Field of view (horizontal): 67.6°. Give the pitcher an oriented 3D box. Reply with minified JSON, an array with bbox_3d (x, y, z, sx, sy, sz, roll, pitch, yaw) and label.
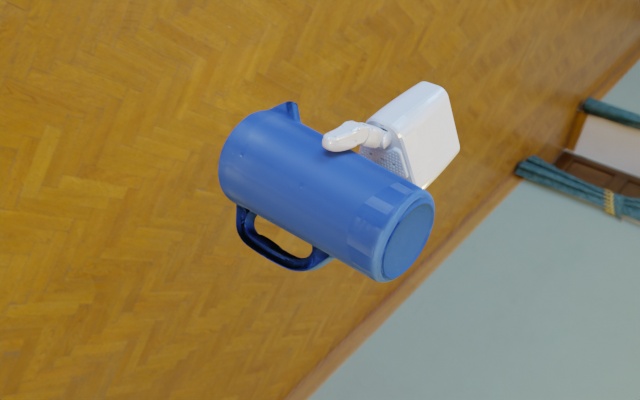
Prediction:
[{"bbox_3d":[0.000,0.002,0.558,0.242,0.149,0.145,30,56,34],"label":"pitcher"}]
